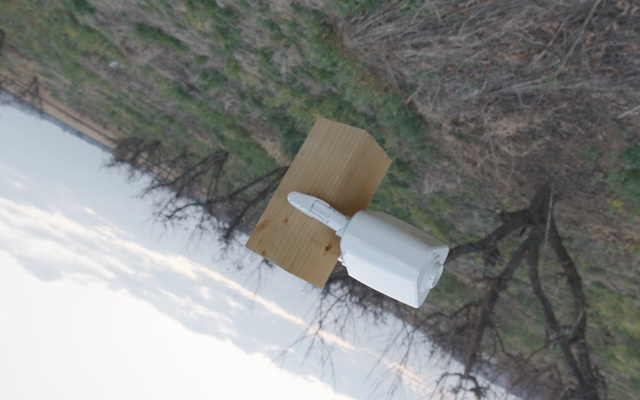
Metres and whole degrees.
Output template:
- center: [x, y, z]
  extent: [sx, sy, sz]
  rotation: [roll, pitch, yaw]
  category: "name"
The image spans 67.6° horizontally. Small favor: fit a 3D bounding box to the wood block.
- center: [0.000, 0.002, 0.657]
  extent: [0.090, 0.206, 0.091]
  rotation: [24, -9, 38]
  category: "wood block"
